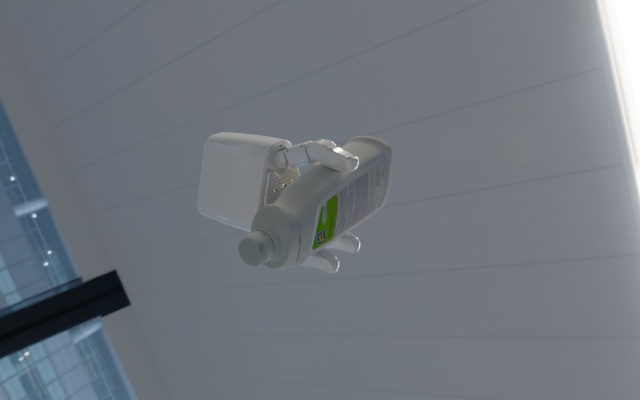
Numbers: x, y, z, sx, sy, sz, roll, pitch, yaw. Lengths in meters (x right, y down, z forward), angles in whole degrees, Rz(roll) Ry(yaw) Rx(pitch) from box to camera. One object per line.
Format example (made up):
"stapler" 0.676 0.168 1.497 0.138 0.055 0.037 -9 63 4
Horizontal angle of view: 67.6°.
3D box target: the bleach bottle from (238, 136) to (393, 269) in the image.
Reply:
"bleach bottle" 0.000 0.002 0.542 0.068 0.103 0.250 14 25 29
